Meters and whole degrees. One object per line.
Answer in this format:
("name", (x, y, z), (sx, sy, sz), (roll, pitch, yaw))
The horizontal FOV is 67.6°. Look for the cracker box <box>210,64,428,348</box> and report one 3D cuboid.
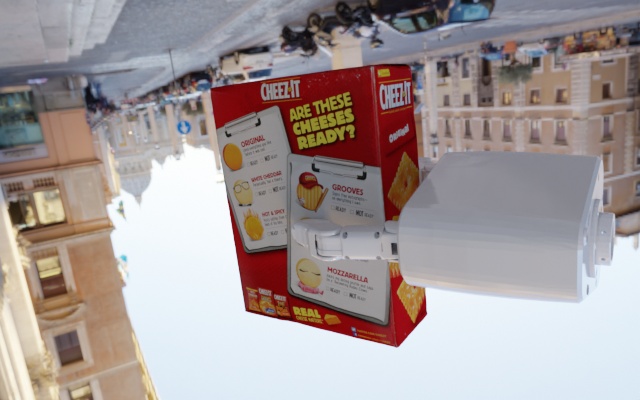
("cracker box", (0.000, 0.002, 0.412), (0.164, 0.214, 0.072), (3, 16, 35))
